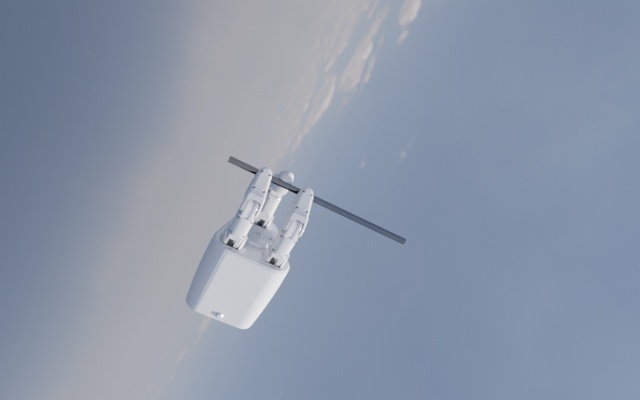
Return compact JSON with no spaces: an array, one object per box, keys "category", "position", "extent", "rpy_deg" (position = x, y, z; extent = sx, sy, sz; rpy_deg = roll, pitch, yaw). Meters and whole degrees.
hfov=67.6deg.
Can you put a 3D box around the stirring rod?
[{"category":"stirring rod","position":[0.000,0.002,0.579],"extent":[0.239,0.011,0.011],"rpy_deg":[25,-6,-13]}]
